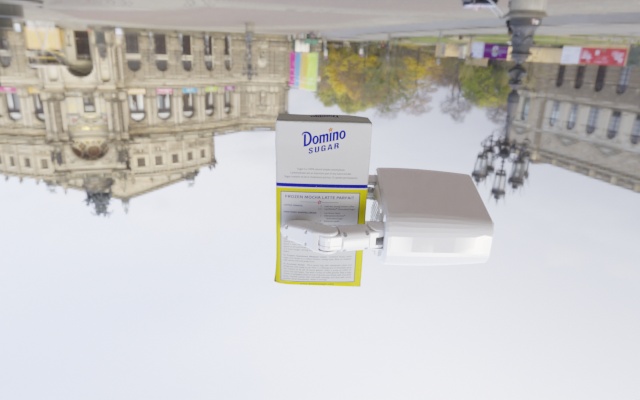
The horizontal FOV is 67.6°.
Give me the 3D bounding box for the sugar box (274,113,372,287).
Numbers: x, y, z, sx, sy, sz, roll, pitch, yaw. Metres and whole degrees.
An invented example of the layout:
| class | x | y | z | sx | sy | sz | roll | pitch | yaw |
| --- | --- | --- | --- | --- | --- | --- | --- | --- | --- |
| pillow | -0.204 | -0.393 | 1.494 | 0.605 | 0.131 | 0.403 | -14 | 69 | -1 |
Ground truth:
| class | x | y | z | sx | sy | sz | roll | pitch | yaw |
| --- | --- | --- | --- | --- | --- | --- | --- | --- | --- |
| sugar box | 0.000 | 0.002 | 0.491 | 0.093 | 0.176 | 0.048 | 2 | 18 | -2 |
